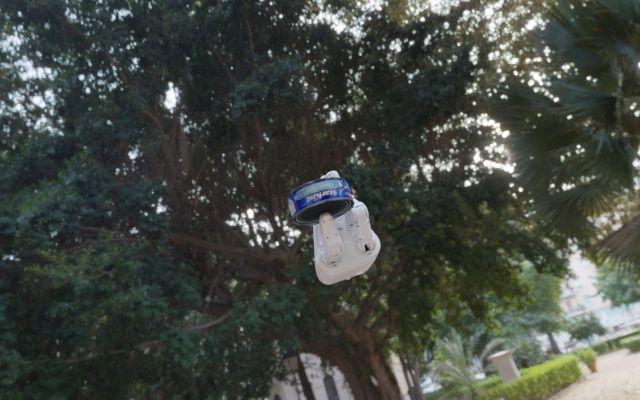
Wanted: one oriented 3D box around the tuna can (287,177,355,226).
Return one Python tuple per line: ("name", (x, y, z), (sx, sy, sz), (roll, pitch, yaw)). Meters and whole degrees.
("tuna can", (0.000, 0.002, 0.636), (0.086, 0.033, 0.086), (-16, -19, -5))
